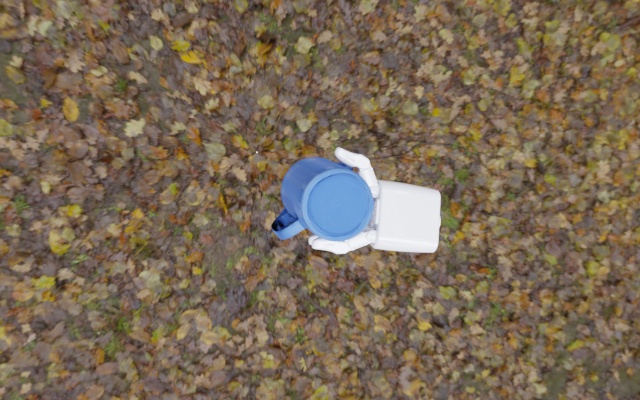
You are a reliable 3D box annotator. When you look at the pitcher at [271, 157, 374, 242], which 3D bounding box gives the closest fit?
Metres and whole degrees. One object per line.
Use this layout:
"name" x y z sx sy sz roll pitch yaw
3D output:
"pitcher" 0.000 0.003 0.798 0.145 0.149 0.243 7 5 -9
